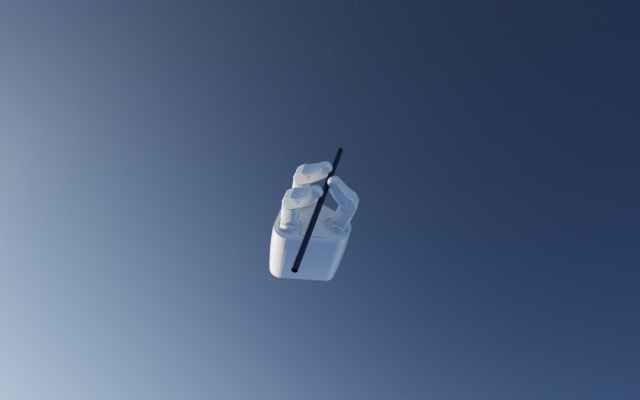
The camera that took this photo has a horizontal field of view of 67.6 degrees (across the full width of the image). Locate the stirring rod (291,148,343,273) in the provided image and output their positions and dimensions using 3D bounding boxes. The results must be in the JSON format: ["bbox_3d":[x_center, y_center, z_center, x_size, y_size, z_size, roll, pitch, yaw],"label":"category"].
[{"bbox_3d":[0.000,0.002,0.633,0.011,0.011,0.239,0,41,19],"label":"stirring rod"}]
